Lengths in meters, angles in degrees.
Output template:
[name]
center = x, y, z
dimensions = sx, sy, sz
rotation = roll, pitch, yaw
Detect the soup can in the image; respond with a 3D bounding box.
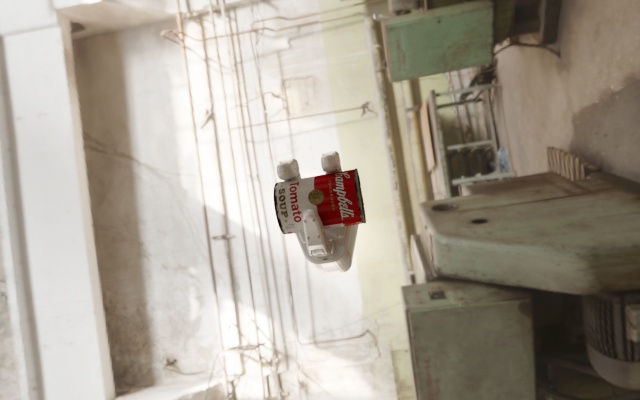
[soup can]
center = 0.000, 0.002, 0.583
dimensions = 0.102, 0.068, 0.068
rotation = -9, -1, 8
